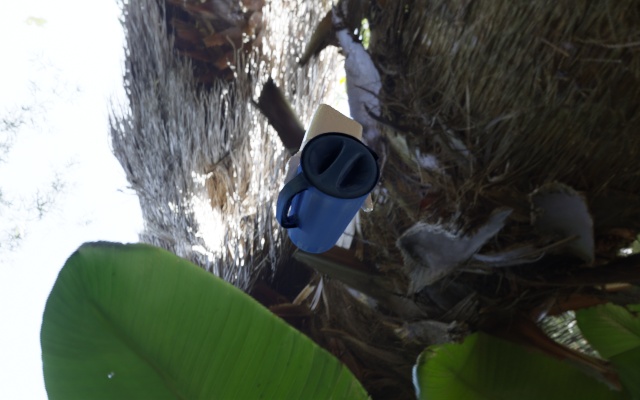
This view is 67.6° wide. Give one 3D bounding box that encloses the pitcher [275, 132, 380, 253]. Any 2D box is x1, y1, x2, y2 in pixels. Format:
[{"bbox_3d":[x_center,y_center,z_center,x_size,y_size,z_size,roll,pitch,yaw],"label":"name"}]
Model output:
[{"bbox_3d":[0.000,0.003,0.862,0.149,0.145,0.243,16,-34,-4],"label":"pitcher"}]
